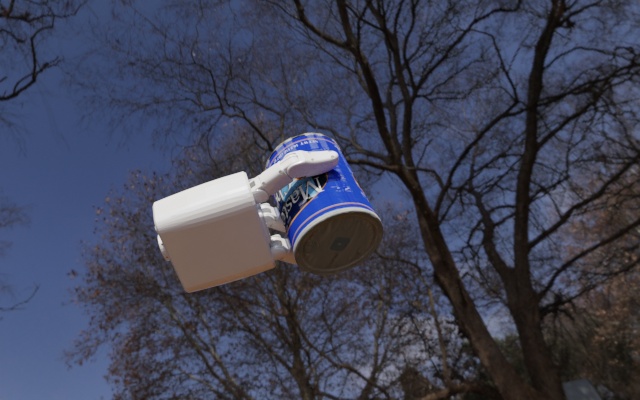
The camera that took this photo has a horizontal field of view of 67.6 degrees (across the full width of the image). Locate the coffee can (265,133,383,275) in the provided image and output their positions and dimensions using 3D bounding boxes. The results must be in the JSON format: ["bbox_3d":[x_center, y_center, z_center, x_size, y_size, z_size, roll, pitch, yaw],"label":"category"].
[{"bbox_3d":[0.000,0.002,0.565,0.103,0.103,0.140,0,42,-24],"label":"coffee can"}]
